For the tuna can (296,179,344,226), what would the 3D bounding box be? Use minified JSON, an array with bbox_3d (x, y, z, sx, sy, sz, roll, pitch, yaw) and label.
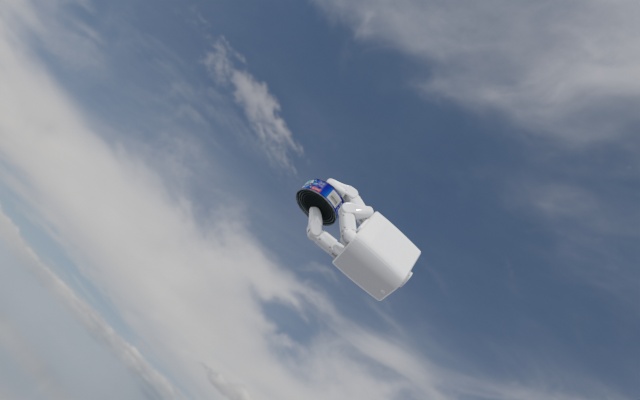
[{"bbox_3d":[0.000,0.002,0.857,0.086,0.086,0.033,0,40,47],"label":"tuna can"}]
